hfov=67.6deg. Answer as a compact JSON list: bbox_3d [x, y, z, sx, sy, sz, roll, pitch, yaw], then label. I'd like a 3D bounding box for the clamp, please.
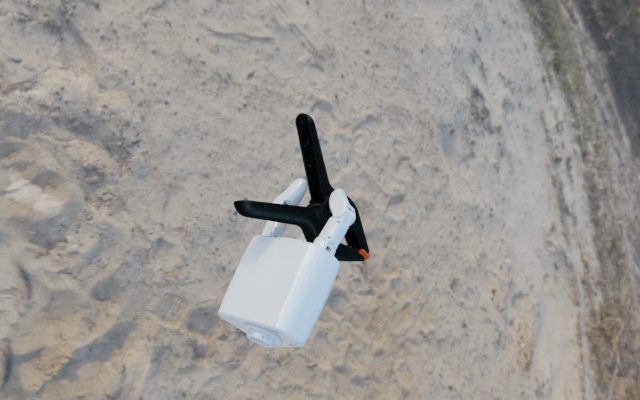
[{"bbox_3d":[0.001,0.002,0.619,0.036,0.164,0.210,-6,-40,48],"label":"clamp"}]
